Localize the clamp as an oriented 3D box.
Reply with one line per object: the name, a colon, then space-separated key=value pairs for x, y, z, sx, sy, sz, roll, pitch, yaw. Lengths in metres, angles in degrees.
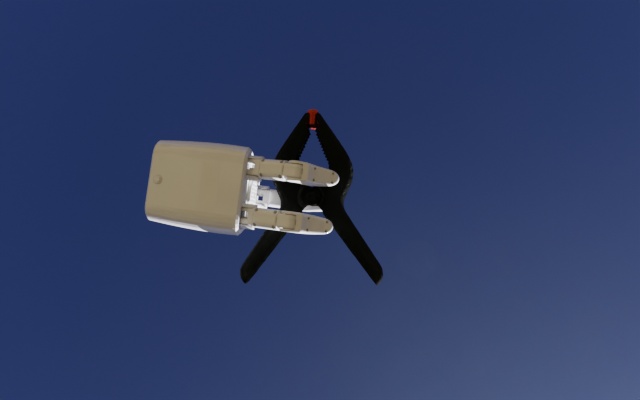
clamp: x=0.000 y=0.001 z=0.558 sx=0.164 sy=0.210 sz=0.036 roll=7 pitch=-3 yaw=1
